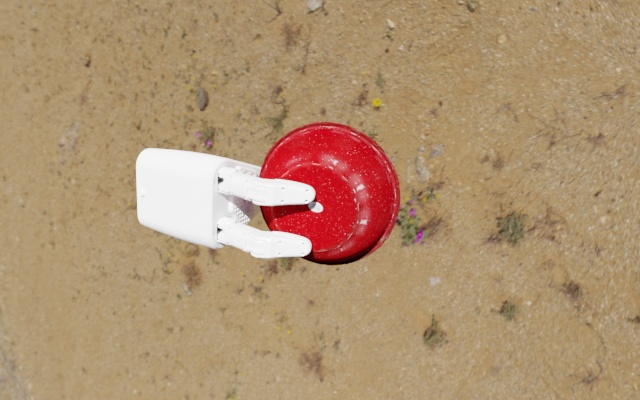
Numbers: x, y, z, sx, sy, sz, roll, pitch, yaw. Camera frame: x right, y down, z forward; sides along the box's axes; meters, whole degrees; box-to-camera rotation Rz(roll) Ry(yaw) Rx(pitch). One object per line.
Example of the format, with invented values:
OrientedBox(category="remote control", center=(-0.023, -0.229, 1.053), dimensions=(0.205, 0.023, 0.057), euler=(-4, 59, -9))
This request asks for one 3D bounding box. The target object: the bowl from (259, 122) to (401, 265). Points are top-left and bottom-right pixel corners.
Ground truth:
OrientedBox(category="bowl", center=(0.001, 0.002, 0.499), dimensions=(0.162, 0.162, 0.055), euler=(0, 15, 15))
